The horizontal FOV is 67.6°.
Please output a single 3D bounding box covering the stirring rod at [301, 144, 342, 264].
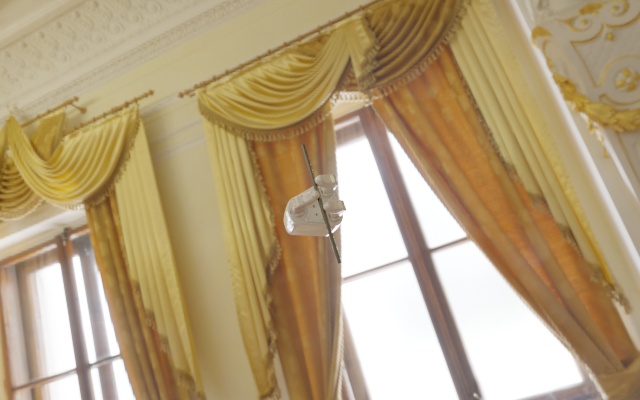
[{"bbox_3d":[0.000,0.003,0.900,0.011,0.239,0.011,-16,-15,-4],"label":"stirring rod"}]
